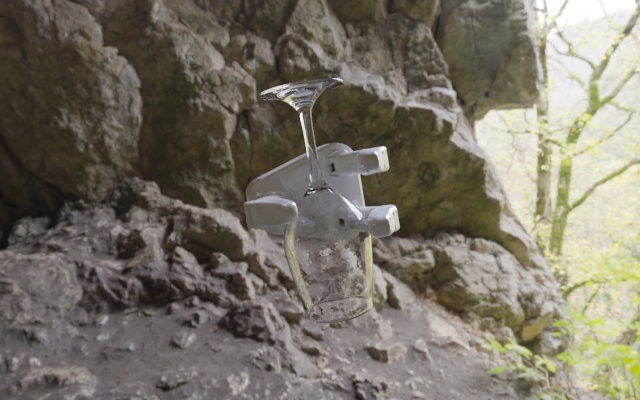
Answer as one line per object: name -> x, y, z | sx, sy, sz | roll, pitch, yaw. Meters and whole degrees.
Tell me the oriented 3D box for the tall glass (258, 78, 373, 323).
tall glass -> 0.000, 0.001, 0.421 | 0.079, 0.201, 0.079 | -10, 5, 1
